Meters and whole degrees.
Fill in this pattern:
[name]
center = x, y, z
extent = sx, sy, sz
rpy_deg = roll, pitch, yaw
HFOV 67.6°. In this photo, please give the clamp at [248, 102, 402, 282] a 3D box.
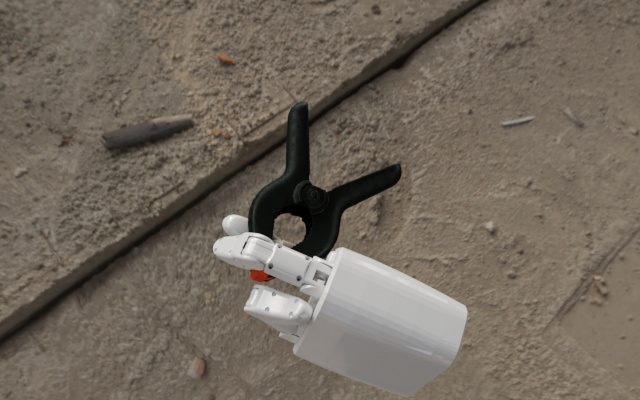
[clamp]
center = 0.000, 0.001, 0.420
extent = 0.120, 0.171, 0.039
rpy_deg = 23, -23, 1
